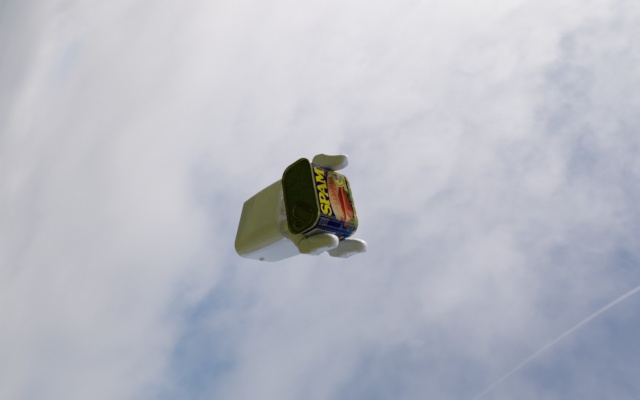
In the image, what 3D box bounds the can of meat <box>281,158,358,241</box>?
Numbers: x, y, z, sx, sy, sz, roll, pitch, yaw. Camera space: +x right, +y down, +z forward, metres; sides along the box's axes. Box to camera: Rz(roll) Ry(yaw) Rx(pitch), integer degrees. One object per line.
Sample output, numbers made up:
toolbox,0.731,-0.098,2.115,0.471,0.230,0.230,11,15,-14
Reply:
can of meat,0.000,0.002,0.653,0.057,0.102,0.084,-30,-32,35
